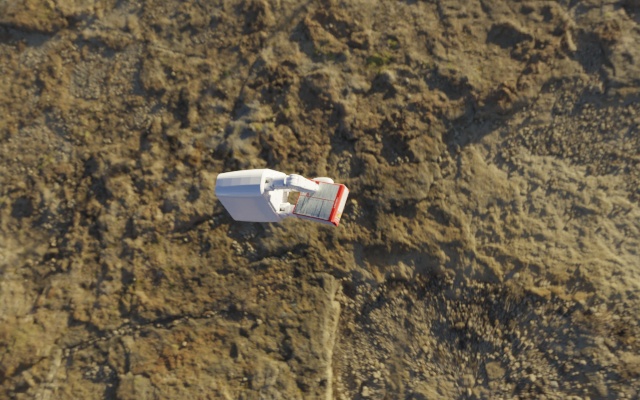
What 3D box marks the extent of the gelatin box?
[{"bbox_3d":[0.000,0.003,0.887,0.089,0.073,0.030,10,-17,30],"label":"gelatin box"}]
